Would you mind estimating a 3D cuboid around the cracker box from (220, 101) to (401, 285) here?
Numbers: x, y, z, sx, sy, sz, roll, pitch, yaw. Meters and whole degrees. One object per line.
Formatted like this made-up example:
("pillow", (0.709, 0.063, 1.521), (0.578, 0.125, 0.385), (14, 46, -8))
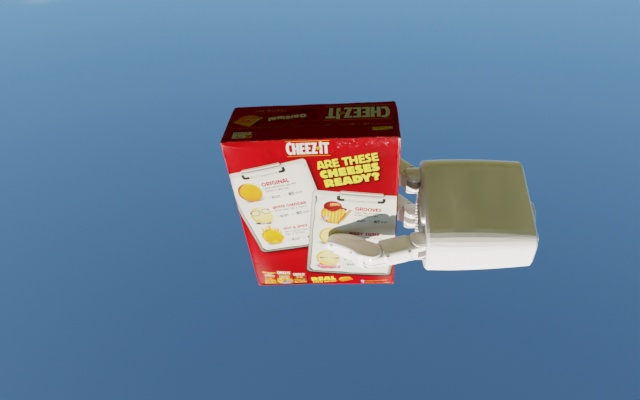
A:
("cracker box", (0.000, 0.002, 0.516), (0.164, 0.214, 0.072), (-1, 43, 5))
